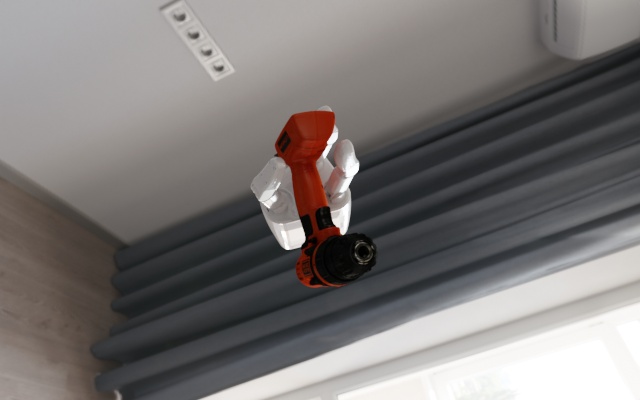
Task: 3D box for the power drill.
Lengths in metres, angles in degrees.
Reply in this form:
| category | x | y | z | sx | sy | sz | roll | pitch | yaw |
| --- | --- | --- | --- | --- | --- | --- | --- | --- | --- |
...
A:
| category | x | y | z | sx | sy | sz | roll | pitch | yaw |
| --- | --- | --- | --- | --- | --- | --- | --- | --- | --- |
| power drill | 0.000 | 0.001 | 0.525 | 0.057 | 0.187 | 0.184 | -6 | -12 | -20 |
